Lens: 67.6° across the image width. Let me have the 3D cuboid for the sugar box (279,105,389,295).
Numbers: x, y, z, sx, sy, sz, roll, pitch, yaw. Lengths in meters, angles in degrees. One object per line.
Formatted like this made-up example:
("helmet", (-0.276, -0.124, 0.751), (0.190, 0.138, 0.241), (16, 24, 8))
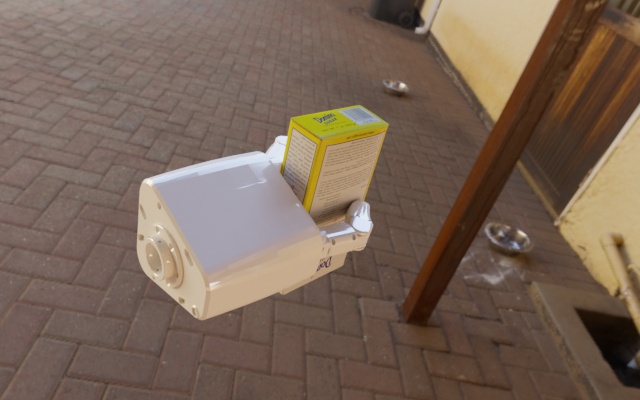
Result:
("sugar box", (0.000, 0.001, 0.460), (0.093, 0.176, 0.048), (-19, 48, -42))
